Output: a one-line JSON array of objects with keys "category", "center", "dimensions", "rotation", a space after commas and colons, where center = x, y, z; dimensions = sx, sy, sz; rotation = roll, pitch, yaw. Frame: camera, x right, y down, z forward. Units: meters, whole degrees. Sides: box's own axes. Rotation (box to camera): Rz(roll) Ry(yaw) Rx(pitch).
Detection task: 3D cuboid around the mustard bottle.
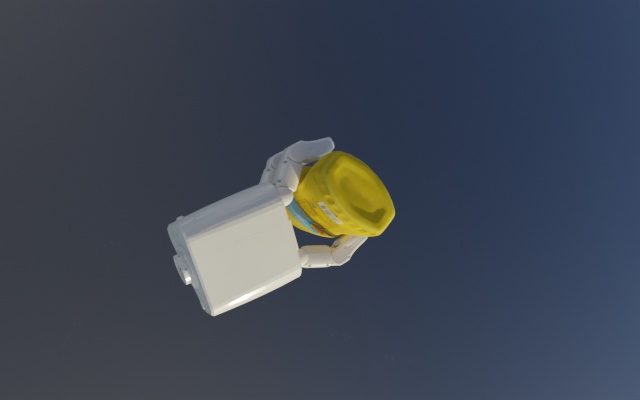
[{"category": "mustard bottle", "center": [0.000, 0.002, 0.560], "dimensions": [0.096, 0.058, 0.191], "rotation": [45, -22, -14]}]
